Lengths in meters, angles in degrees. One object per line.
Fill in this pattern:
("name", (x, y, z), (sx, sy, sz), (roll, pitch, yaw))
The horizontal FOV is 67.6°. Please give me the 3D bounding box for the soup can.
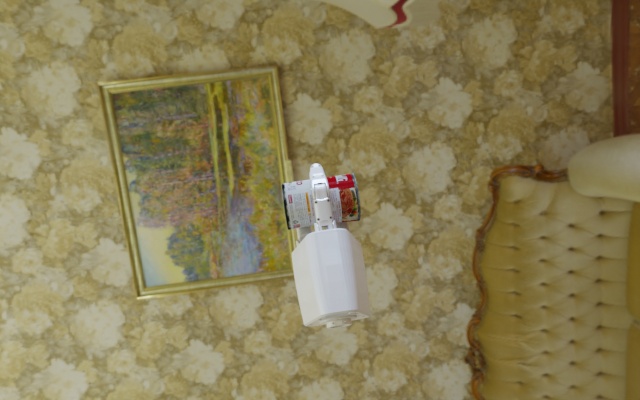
("soup can", (0.000, 0.002, 0.670), (0.102, 0.068, 0.068), (-8, 0, -3))
